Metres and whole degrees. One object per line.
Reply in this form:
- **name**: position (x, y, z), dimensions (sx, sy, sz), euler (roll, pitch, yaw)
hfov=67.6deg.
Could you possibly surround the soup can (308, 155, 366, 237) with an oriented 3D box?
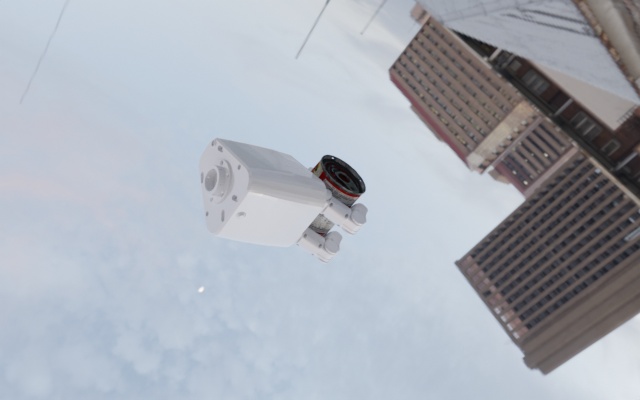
- **soup can**: position (0.000, 0.002, 0.606), dimensions (0.068, 0.068, 0.102), euler (0, -43, -52)
